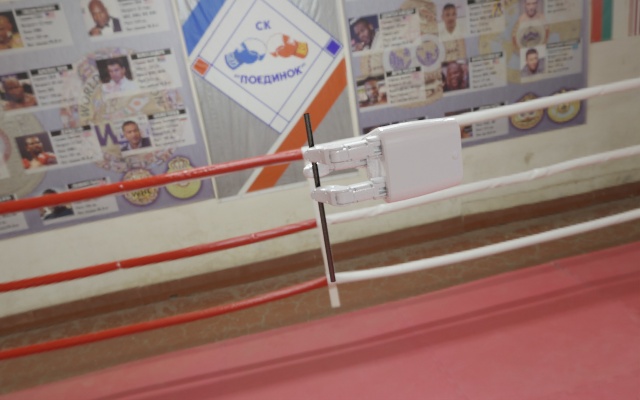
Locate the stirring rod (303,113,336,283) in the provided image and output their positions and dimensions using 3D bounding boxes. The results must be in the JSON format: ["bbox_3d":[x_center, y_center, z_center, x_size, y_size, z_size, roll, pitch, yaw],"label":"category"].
[{"bbox_3d":[0.000,0.002,0.647,0.011,0.239,0.011,-8,18,3],"label":"stirring rod"}]
